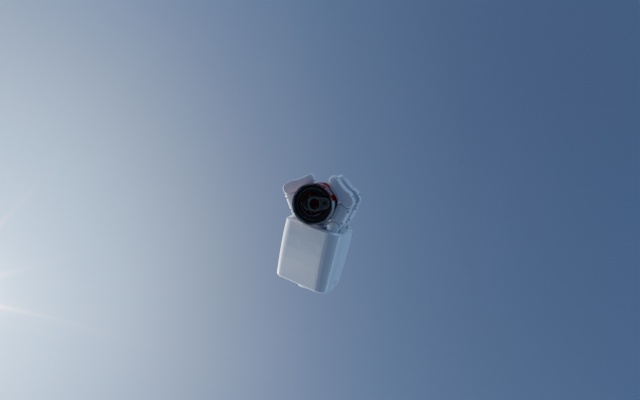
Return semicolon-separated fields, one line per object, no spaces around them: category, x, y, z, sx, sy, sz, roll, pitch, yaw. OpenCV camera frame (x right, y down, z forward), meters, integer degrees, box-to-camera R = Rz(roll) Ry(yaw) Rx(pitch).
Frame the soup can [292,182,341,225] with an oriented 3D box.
soup can;0.000;0.002;0.814;0.068;0.068;0.102;0;4;16
